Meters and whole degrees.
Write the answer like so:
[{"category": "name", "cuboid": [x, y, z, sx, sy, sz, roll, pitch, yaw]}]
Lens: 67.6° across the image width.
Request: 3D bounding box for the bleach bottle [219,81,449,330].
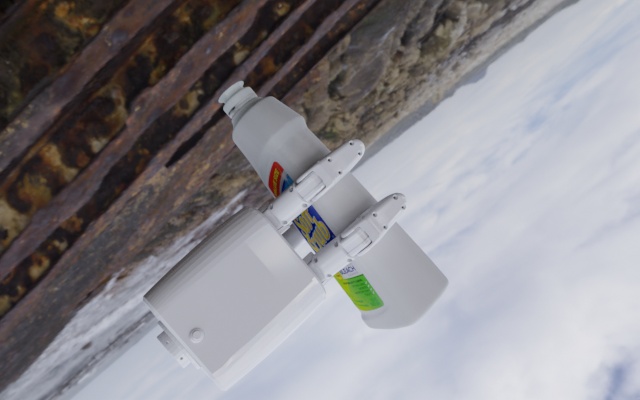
[{"category": "bleach bottle", "cuboid": [0.000, 0.001, 0.431, 0.068, 0.251, 0.102, -41, 2, -23]}]
